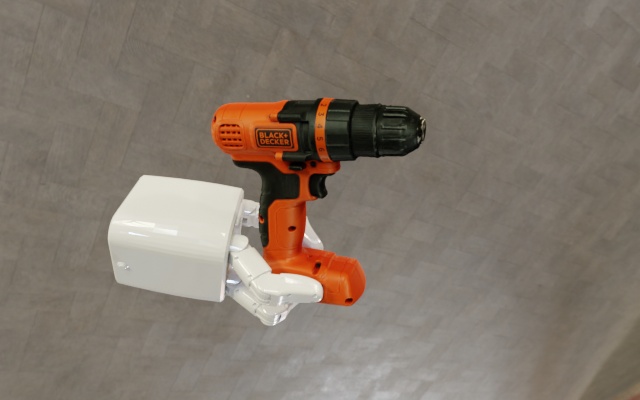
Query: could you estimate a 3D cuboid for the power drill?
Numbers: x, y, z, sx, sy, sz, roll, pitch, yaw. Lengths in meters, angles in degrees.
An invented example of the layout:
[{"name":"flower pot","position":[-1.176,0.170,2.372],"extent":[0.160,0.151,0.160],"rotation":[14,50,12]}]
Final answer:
[{"name":"power drill","position":[0.000,0.002,0.430],"extent":[0.184,0.188,0.057],"rotation":[5,25,20]}]
